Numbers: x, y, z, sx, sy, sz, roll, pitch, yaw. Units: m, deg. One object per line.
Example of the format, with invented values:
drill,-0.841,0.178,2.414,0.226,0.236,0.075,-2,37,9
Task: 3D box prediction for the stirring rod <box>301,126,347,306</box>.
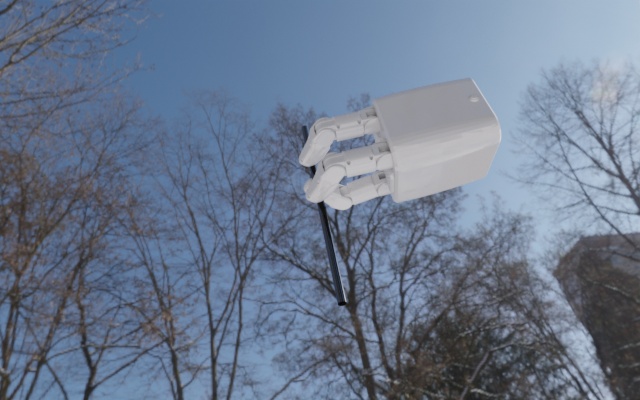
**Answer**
stirring rod,0.000,0.002,0.497,0.011,0.239,0.011,-7,-41,-6
